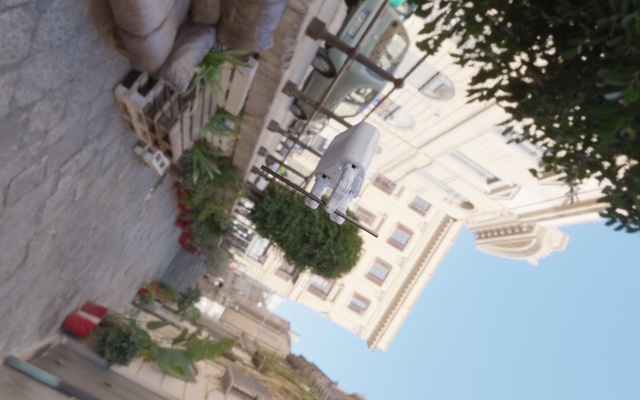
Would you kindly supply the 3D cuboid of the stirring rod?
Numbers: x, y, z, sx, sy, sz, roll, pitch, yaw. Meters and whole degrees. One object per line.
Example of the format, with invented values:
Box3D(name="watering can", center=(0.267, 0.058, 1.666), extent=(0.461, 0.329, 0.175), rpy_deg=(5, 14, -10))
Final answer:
Box3D(name="stirring rod", center=(0.000, 0.003, 0.836), extent=(0.239, 0.011, 0.011), rpy_deg=(31, -4, -7))
